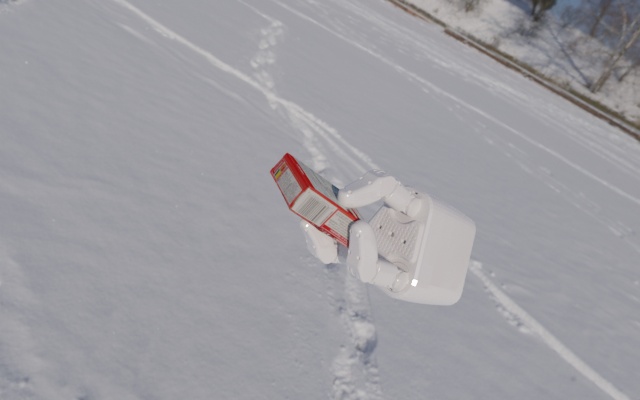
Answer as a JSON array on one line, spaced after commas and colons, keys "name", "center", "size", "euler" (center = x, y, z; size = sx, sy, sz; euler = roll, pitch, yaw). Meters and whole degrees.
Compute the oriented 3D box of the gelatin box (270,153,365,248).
[{"name": "gelatin box", "center": [0.000, 0.001, 0.452], "size": [0.089, 0.030, 0.073], "euler": [35, 13, -34]}]
